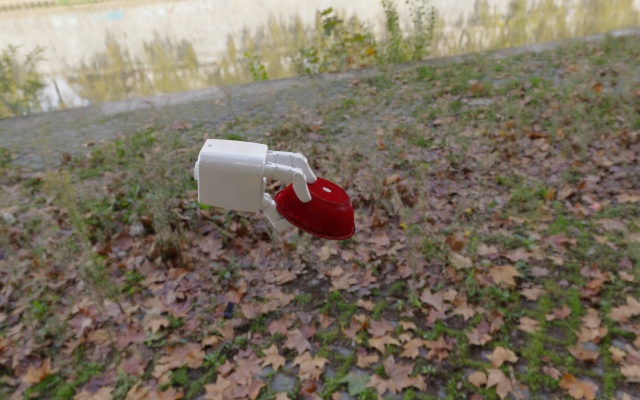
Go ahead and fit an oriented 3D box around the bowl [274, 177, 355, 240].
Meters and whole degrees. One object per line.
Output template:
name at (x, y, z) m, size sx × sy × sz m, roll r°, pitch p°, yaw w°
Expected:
bowl at (0.001, 0.003, 0.867) m, size 0.162 × 0.055 × 0.162 m, roll 21°, pitch 24°, yaw -10°
